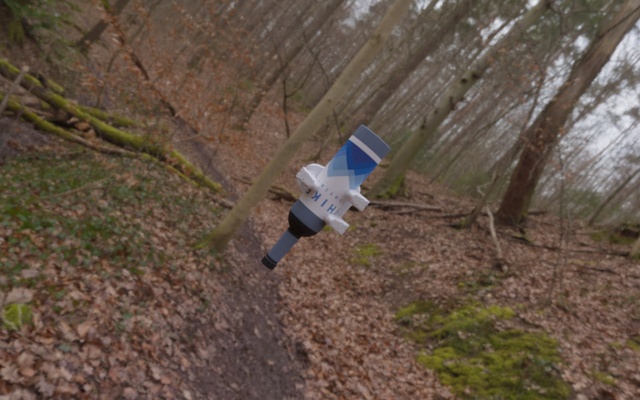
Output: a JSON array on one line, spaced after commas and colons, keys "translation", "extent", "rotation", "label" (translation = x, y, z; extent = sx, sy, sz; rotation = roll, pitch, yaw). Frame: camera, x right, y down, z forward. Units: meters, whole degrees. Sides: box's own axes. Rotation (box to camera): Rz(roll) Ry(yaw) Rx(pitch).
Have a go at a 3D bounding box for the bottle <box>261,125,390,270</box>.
[{"translation": [0.000, 0.003, 0.832], "extent": [0.069, 0.296, 0.069], "rotation": [40, 5, -4], "label": "bottle"}]
